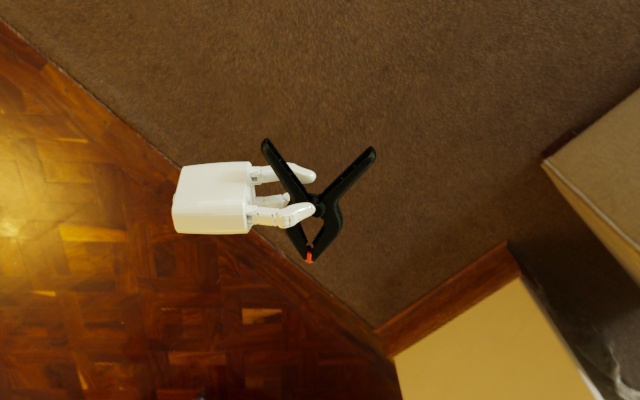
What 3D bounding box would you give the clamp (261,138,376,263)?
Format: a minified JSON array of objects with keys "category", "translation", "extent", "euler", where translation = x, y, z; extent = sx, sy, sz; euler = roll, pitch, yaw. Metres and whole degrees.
[{"category":"clamp","translation":[0.000,0.003,0.722],"extent":[0.164,0.210,0.036],"euler":[-1,30,2]}]
